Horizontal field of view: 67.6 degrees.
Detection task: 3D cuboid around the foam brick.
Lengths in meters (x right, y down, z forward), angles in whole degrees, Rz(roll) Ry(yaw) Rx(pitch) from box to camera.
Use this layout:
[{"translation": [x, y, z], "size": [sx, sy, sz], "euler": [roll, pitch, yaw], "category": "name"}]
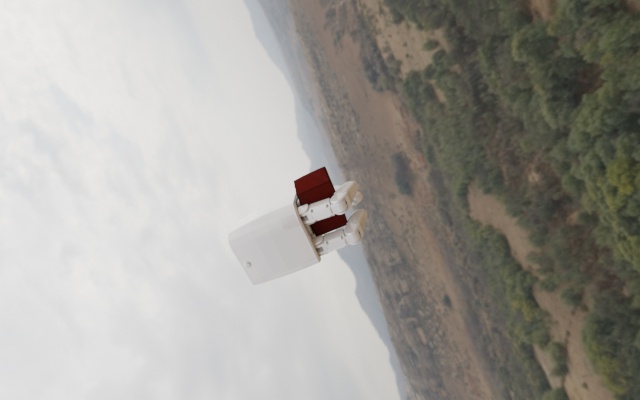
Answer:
[{"translation": [0.000, 0.002, 0.687], "size": [0.051, 0.078, 0.053], "euler": [-22, 27, 4], "category": "foam brick"}]
